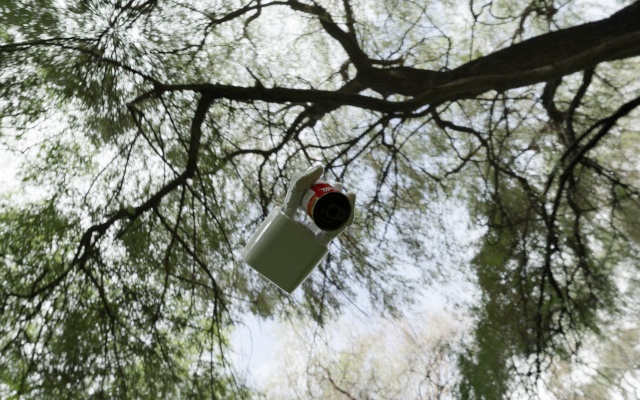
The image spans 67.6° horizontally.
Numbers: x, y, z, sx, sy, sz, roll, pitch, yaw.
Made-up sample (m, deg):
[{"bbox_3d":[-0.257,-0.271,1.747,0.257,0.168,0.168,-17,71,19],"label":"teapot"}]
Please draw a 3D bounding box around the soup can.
[{"bbox_3d":[0.000,0.002,0.806,0.068,0.068,0.102,0,18,-23],"label":"soup can"}]
